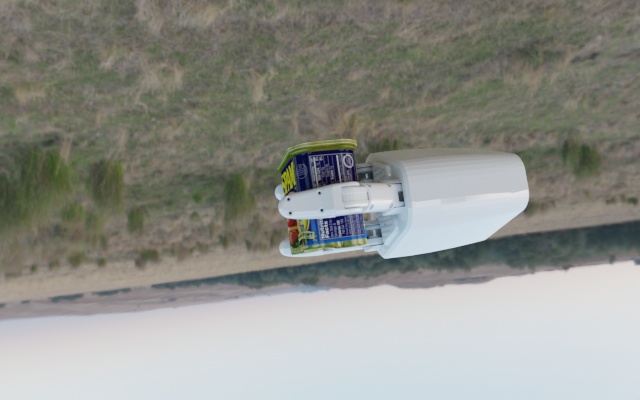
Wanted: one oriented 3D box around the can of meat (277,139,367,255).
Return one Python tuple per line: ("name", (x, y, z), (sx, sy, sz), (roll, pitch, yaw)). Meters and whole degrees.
("can of meat", (0.000, 0.002, 0.409), (0.057, 0.084, 0.102), (-7, -6, -13))
